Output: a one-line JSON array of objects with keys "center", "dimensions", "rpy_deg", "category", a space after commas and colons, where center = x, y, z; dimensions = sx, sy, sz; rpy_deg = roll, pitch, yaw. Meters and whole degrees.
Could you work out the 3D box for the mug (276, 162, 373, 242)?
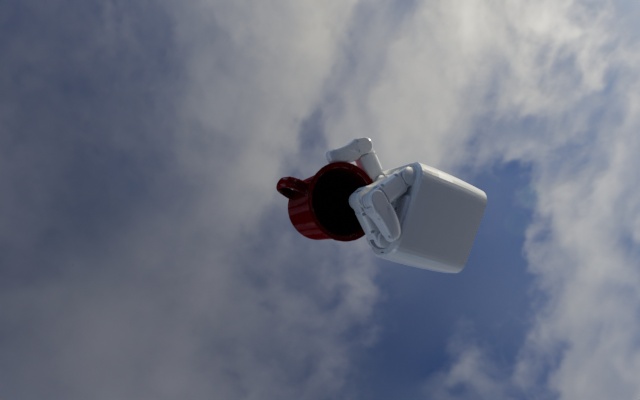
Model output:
[{"center": [-0.001, 0.002, 0.579], "dimensions": [0.117, 0.093, 0.081], "rpy_deg": [21, -16, -22], "category": "mug"}]
